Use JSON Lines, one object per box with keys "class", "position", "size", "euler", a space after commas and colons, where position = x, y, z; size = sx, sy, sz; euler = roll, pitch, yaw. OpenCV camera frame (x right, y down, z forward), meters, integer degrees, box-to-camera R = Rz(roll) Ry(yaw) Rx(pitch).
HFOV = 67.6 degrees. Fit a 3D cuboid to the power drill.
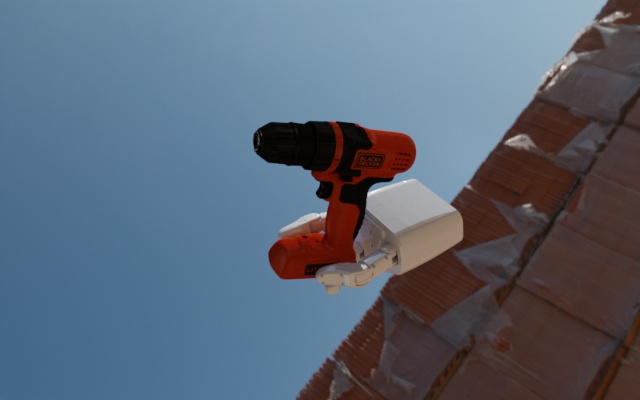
{"class": "power drill", "position": [0.000, 0.002, 0.525], "size": [0.184, 0.188, 0.057], "euler": [2, 35, -27]}
